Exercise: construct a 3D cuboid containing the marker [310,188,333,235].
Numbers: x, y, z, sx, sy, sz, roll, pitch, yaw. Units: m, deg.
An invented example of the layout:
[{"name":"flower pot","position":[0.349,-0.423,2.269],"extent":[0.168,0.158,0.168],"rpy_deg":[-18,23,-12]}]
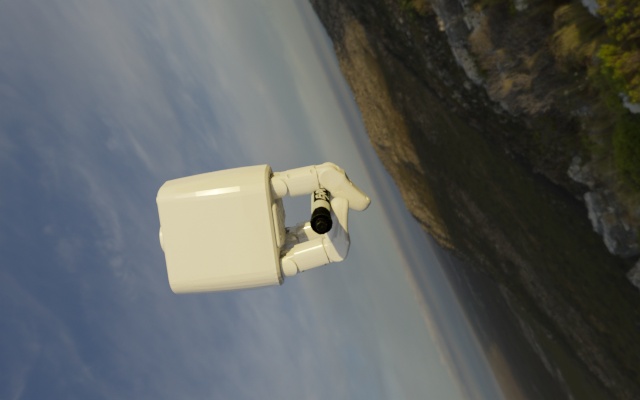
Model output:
[{"name":"marker","position":[0.000,0.001,0.443],"extent":[0.020,0.020,0.121],"rpy_deg":[0,19,-1]}]
